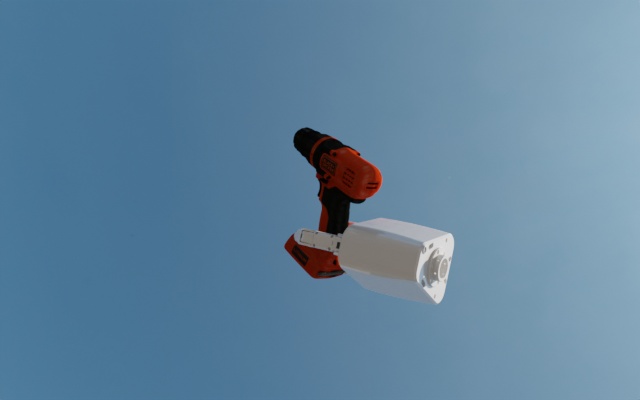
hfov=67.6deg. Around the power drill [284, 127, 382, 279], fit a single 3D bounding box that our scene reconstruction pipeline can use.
[{"bbox_3d":[0.000,0.003,0.687,0.057,0.188,0.184,-3,27,-33],"label":"power drill"}]
